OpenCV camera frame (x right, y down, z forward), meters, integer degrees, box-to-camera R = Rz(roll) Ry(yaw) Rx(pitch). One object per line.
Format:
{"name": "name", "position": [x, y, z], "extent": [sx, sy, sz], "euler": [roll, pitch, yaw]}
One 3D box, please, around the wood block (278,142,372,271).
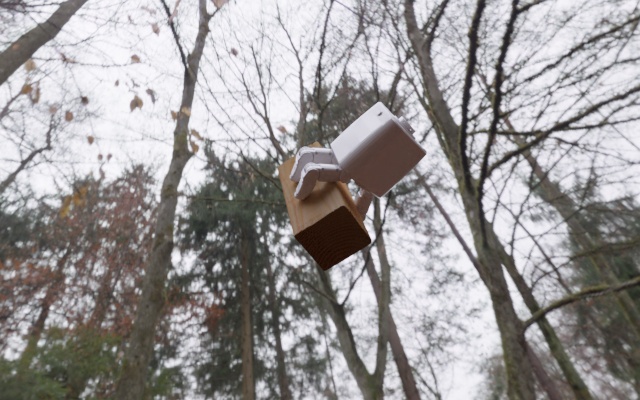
{"name": "wood block", "position": [0.001, 0.002, 0.783], "extent": [0.090, 0.091, 0.206], "euler": [-33, 33, 9]}
